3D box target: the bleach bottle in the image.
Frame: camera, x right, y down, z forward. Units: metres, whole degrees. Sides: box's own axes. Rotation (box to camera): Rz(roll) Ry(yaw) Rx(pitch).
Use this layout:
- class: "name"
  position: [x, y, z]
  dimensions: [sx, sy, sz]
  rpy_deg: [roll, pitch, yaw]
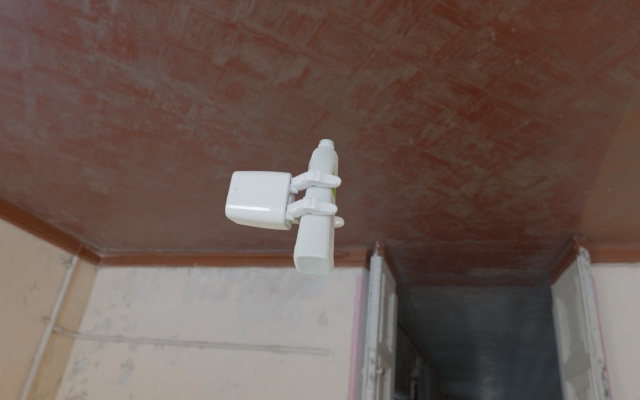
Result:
- class: "bleach bottle"
  position: [0.000, 0.003, 0.882]
  dimensions: [0.068, 0.250, 0.103]
  rpy_deg: [4, -28, 6]
